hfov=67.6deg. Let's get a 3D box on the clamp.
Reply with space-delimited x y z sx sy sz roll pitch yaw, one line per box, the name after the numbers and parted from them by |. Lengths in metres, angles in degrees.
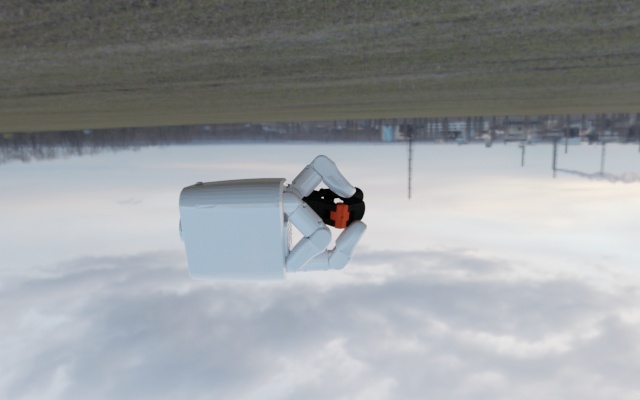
0.000 0.003 0.595 0.120 0.039 0.171 -2 7 0 | clamp
